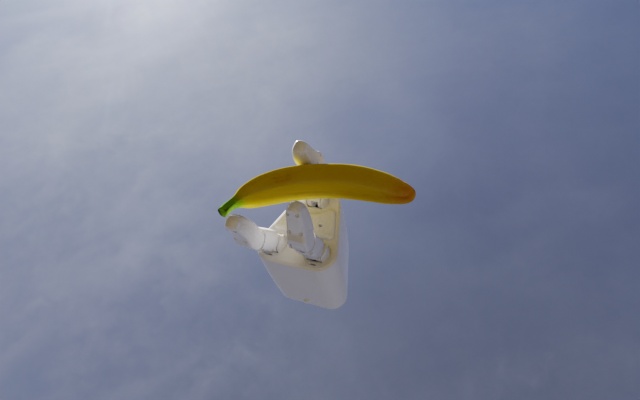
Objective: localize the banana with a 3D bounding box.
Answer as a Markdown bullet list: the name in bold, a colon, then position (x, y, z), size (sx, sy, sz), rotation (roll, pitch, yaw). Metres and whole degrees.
- **banana**: position (-0.003, -0.011, 0.500), size (0.198, 0.037, 0.069), rotation (-6, 43, 7)
